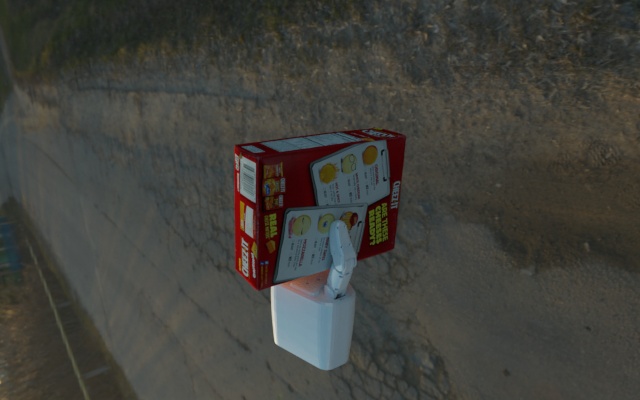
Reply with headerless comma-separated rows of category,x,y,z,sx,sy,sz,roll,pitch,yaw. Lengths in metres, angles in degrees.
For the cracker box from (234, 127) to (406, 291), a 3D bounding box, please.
cracker box,0.000,0.002,0.597,0.213,0.164,0.072,-12,26,-33
